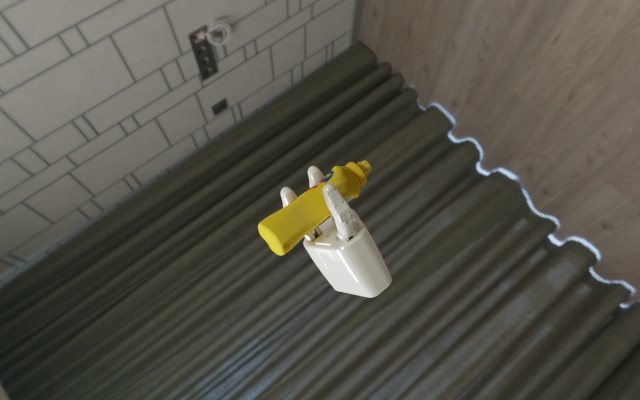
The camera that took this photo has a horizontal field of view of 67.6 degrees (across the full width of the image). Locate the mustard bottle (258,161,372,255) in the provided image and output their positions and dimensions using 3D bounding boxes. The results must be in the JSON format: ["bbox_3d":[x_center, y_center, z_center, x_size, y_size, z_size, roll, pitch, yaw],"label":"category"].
[{"bbox_3d":[0.000,0.002,0.705,0.191,0.058,0.096,-37,-1,-15],"label":"mustard bottle"}]
